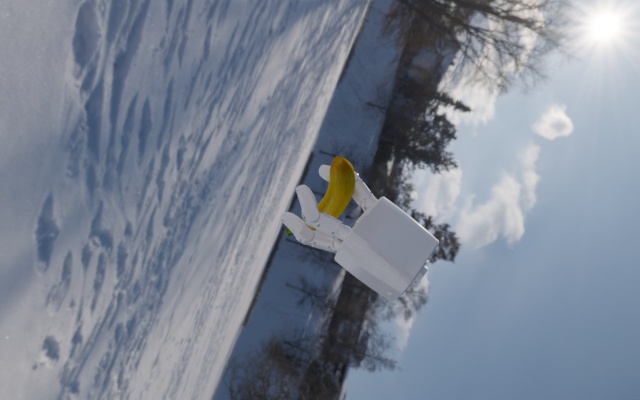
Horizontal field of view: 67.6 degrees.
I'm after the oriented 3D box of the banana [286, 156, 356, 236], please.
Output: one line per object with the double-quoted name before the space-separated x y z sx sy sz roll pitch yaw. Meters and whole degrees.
"banana" 0.013 -0.001 0.704 0.069 0.037 0.198 -18 -25 -36
